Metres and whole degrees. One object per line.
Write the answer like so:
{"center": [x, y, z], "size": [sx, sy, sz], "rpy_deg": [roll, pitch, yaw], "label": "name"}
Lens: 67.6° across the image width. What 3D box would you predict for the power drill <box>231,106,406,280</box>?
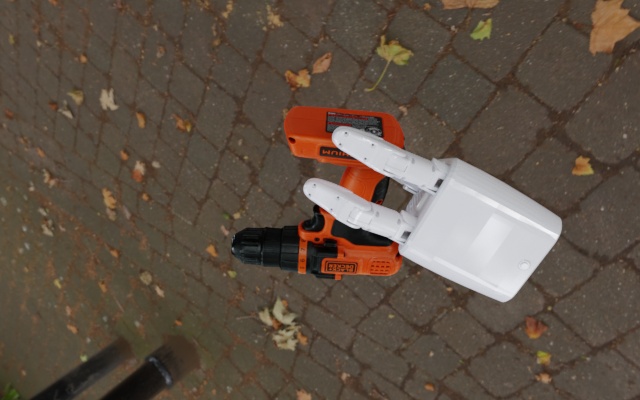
{"center": [0.000, 0.001, 0.472], "size": [0.184, 0.188, 0.057], "rpy_deg": [3, 42, -2], "label": "power drill"}
